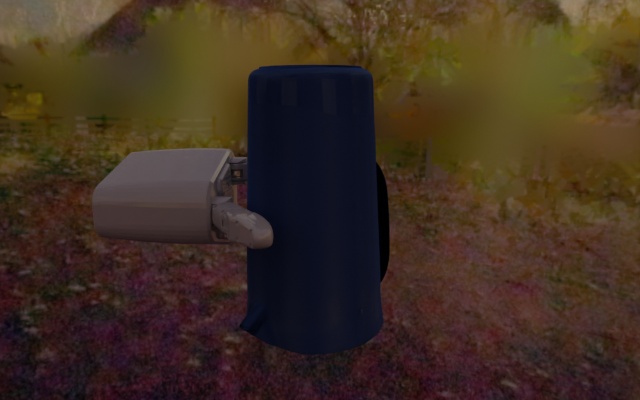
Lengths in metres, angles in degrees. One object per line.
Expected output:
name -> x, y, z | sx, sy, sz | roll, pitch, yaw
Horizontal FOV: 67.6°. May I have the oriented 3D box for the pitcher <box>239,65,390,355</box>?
pitcher -> 0.000, 0.001, 0.446 | 0.145, 0.243, 0.149 | 0, 14, 2
